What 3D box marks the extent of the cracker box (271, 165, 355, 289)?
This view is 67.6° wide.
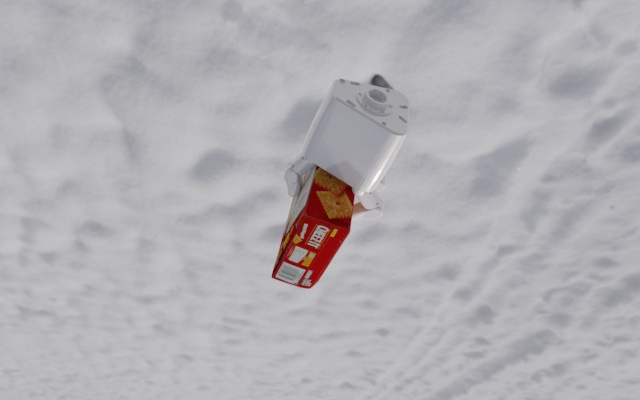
[{"bbox_3d":[0.000,0.002,0.725,0.072,0.213,0.164,20,-44,-8],"label":"cracker box"}]
